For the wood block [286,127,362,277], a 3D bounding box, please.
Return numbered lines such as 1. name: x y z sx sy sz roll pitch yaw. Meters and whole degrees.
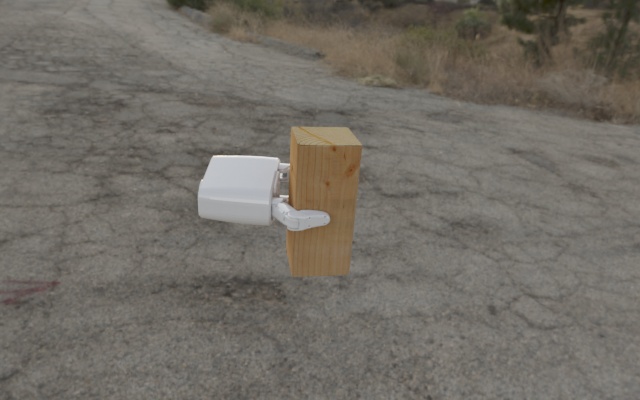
1. wood block: 0.000 0.002 0.714 0.090 0.206 0.090 -1 25 -10
